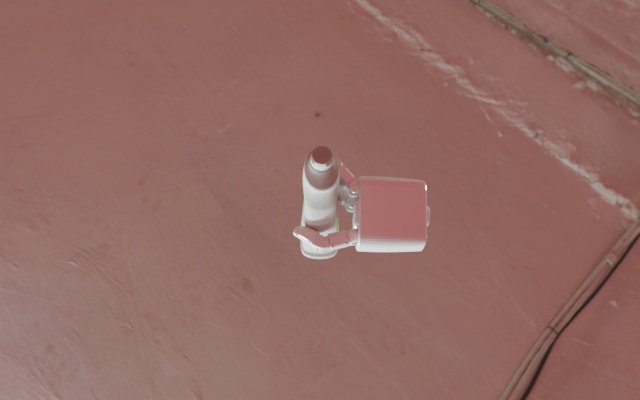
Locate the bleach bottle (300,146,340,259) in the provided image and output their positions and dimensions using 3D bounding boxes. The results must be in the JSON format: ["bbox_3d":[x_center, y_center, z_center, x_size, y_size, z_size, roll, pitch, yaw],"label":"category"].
[{"bbox_3d":[0.000,0.002,0.749,0.068,0.102,0.251,0,-27,-1],"label":"bleach bottle"}]
